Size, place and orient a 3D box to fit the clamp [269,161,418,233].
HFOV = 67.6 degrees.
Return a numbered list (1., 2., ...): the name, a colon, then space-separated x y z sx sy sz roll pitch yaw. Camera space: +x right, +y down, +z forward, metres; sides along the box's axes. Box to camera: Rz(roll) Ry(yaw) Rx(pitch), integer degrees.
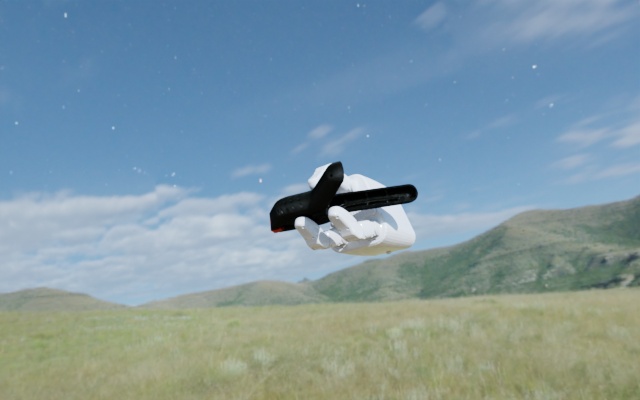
1. clamp: 0.000 0.001 0.627 0.210 0.036 0.164 -18 -22 32
